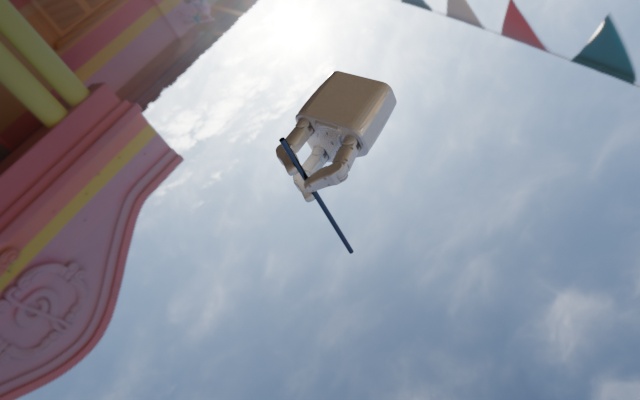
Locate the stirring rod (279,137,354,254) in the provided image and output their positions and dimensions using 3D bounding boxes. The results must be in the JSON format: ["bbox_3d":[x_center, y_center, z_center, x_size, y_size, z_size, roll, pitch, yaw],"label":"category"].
[{"bbox_3d":[0.000,0.002,0.671,0.011,0.011,0.240,0,-40,32],"label":"stirring rod"}]
